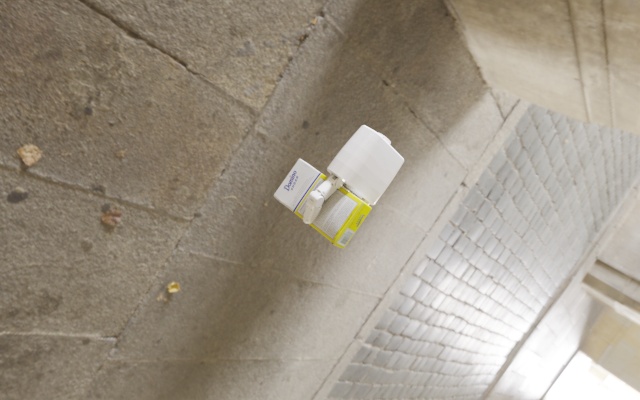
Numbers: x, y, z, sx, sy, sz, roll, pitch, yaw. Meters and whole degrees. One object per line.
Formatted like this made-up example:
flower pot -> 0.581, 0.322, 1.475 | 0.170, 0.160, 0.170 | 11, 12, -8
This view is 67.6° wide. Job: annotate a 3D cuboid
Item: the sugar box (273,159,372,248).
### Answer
sugar box -> 0.001, 0.003, 0.895 | 0.176, 0.093, 0.048 | 37, 3, 37
